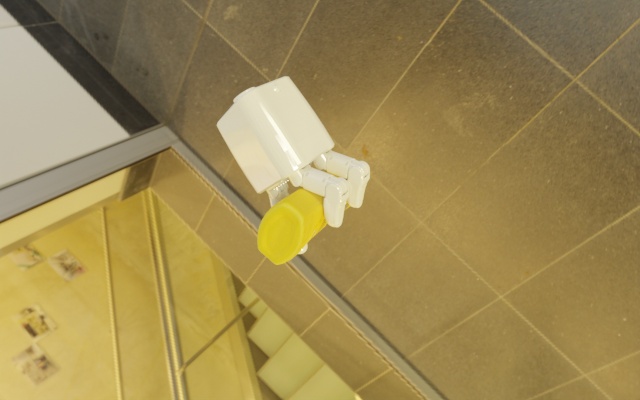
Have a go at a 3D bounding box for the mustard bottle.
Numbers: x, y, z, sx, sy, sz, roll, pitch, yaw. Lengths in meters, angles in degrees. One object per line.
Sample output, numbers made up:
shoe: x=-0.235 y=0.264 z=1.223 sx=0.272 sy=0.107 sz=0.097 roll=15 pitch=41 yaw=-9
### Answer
mustard bottle: x=0.000 y=0.002 z=0.622 sx=0.058 sy=0.096 sz=0.191 roll=38 pitch=40 yaw=11
